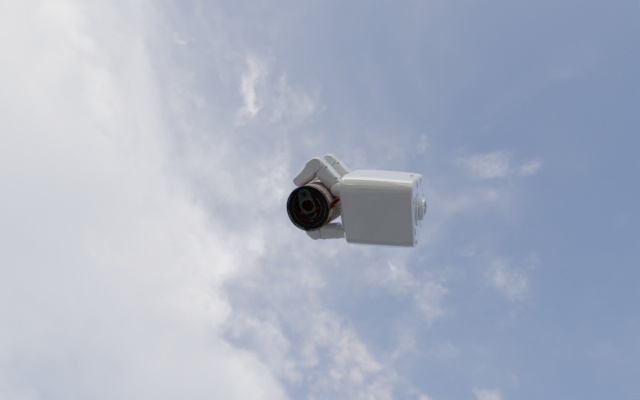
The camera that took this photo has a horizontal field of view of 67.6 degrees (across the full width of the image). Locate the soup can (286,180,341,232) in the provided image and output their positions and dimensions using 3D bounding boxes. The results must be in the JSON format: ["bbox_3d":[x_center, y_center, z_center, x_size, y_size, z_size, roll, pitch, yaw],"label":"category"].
[{"bbox_3d":[0.000,0.002,0.731,0.068,0.068,0.102,0,11,22],"label":"soup can"}]
